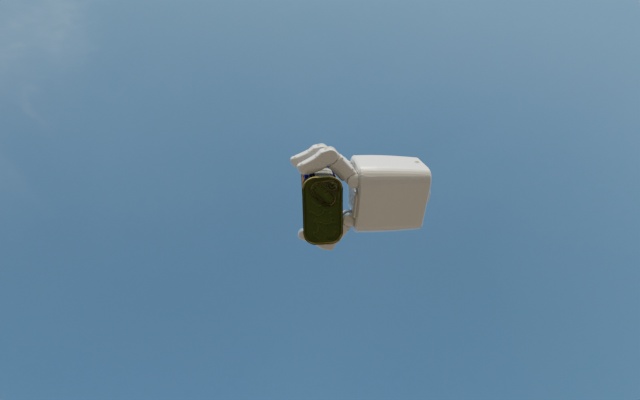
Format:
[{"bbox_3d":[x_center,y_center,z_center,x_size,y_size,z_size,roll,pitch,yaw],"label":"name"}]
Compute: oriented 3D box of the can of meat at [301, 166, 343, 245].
[{"bbox_3d":[0.000,0.002,0.708,0.057,0.102,0.084,-3,19,-4],"label":"can of meat"}]
